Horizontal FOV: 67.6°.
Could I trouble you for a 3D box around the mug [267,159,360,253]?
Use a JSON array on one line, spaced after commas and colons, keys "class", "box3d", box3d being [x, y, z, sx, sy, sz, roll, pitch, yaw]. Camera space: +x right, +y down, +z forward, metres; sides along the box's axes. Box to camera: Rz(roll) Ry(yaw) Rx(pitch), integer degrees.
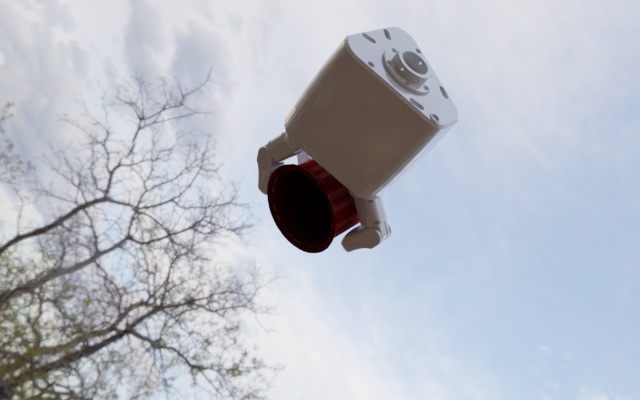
[{"class": "mug", "box3d": [0.000, 0.002, 0.500, 0.081, 0.093, 0.117, -27, -12, -42]}]
